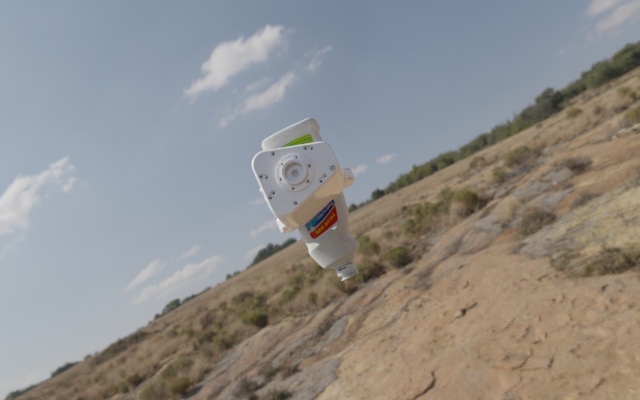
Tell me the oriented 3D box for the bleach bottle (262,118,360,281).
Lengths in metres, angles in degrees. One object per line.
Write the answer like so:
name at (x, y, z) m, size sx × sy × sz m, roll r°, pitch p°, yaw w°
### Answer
bleach bottle at (0.000, 0.002, 0.754) m, size 0.102 × 0.250 × 0.068 m, roll -26°, pitch -11°, yaw 0°
